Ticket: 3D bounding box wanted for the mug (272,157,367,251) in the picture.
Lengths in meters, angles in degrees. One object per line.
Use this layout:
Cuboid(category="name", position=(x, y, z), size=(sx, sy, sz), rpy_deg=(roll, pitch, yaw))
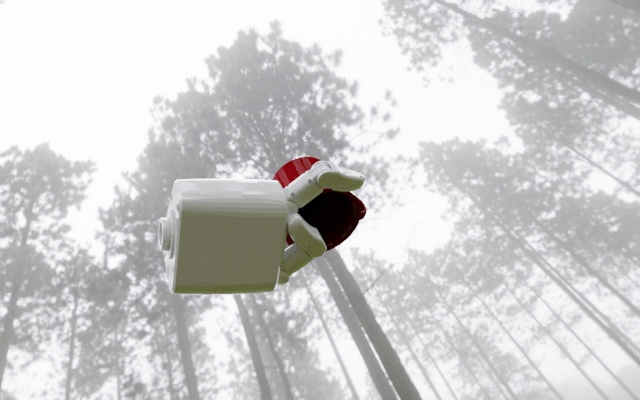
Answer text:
Cuboid(category="mug", position=(0.001, 0.002, 0.567), size=(0.117, 0.093, 0.081), rpy_deg=(2, 35, -26))
